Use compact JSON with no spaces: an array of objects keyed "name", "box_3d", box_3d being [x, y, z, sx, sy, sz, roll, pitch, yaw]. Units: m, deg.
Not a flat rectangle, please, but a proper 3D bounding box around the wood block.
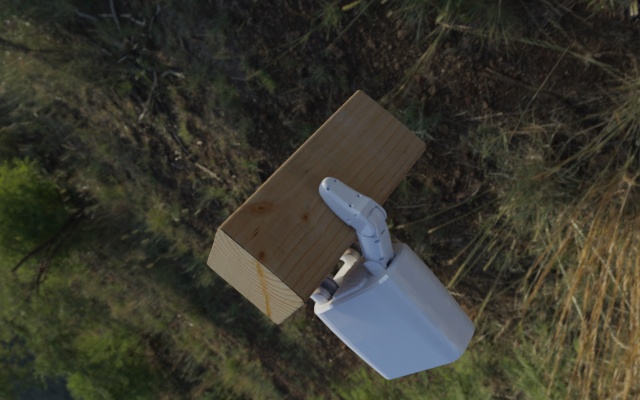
[{"name":"wood block","box_3d":[0.000,0.002,0.452,0.206,0.090,0.091,-49,-2,-31]}]
